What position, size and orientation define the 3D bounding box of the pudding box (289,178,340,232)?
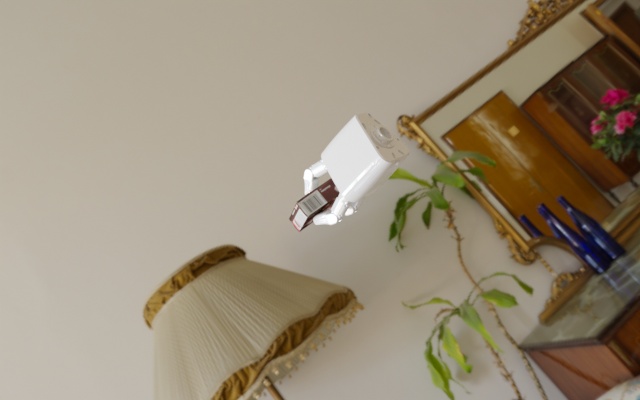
[{"bbox_3d":[0.000,0.003,0.893,0.113,0.039,0.090,-33,-12,-23],"label":"pudding box"}]
